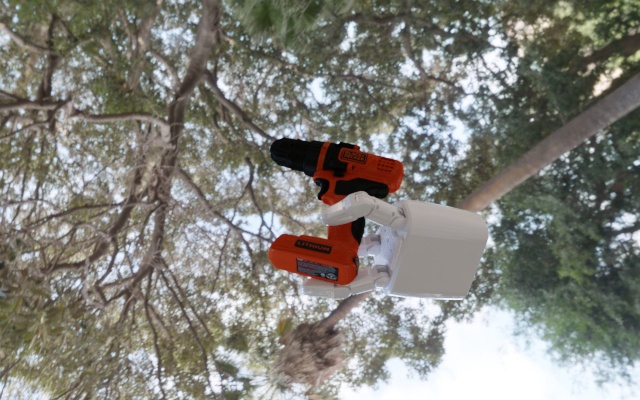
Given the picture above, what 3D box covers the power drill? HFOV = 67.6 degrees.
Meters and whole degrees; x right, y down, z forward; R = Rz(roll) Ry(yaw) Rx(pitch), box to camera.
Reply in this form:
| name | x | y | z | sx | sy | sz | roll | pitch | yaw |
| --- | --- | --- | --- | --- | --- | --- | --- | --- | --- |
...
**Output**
| name | x | y | z | sx | sy | sz | roll | pitch | yaw |
| --- | --- | --- | --- | --- | --- | --- | --- | --- | --- |
| power drill | 0.000 | 0.002 | 0.602 | 0.184 | 0.187 | 0.057 | 12 | -33 | 12 |
